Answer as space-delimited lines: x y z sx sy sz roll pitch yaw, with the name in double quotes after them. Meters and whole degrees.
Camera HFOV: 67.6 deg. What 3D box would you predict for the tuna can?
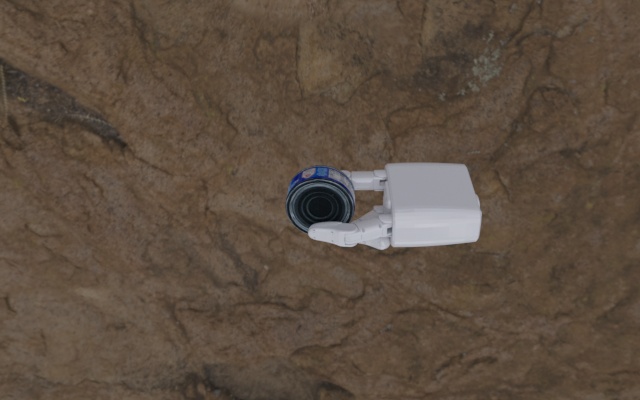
0.000 0.002 0.588 0.086 0.086 0.033 0 32 4 "tuna can"
